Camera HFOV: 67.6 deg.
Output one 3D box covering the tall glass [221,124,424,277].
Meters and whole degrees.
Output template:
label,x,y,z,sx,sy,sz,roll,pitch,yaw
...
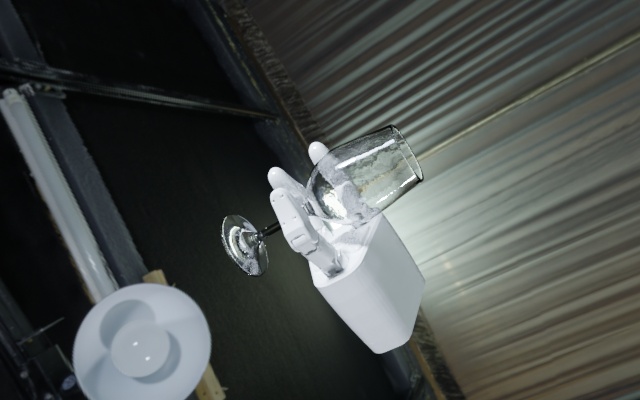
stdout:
label,x,y,z,sx,sy,sz,roll,pitch,yaw
tall glass,-0.001,0.002,0.478,0.201,0.079,0.079,-30,-11,20
